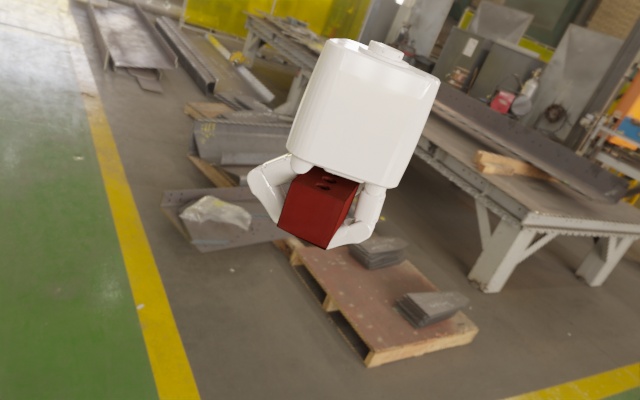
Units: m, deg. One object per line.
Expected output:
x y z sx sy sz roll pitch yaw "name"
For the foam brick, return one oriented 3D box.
0.000 0.002 0.460 0.053 0.051 0.078 24 24 7 "foam brick"
